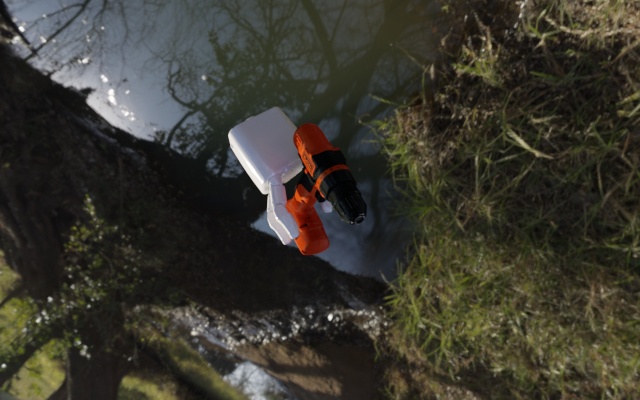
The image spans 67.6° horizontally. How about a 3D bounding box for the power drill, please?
[{"bbox_3d":[0.000,0.003,0.740,0.057,0.184,0.188,-11,-36,-26],"label":"power drill"}]
